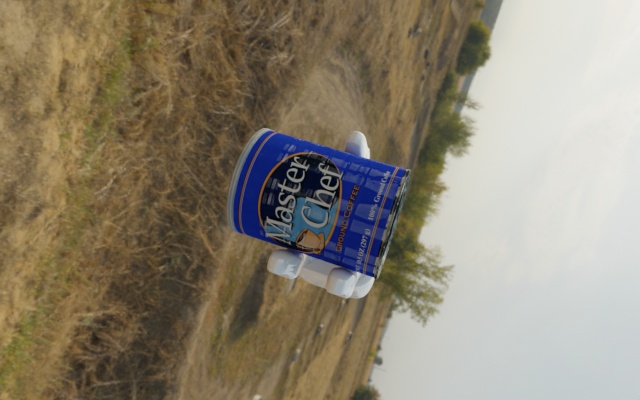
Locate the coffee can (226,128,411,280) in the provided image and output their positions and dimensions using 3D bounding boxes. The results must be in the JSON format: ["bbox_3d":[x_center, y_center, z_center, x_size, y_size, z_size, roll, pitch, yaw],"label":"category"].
[{"bbox_3d":[0.000,0.001,0.438,0.140,0.103,0.103,17,3,12],"label":"coffee can"}]
